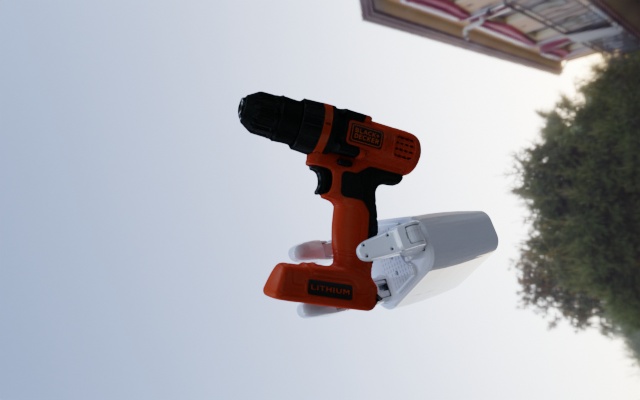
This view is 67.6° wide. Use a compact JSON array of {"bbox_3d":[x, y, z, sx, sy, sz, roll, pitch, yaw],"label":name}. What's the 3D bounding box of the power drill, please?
[{"bbox_3d":[0.000,0.002,0.448,0.184,0.187,0.057,12,-7,-16],"label":"power drill"}]
